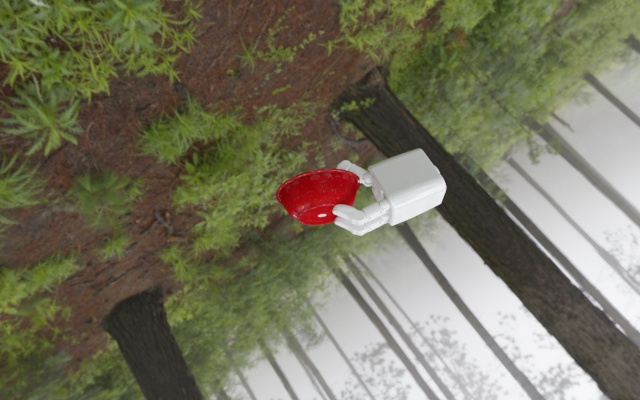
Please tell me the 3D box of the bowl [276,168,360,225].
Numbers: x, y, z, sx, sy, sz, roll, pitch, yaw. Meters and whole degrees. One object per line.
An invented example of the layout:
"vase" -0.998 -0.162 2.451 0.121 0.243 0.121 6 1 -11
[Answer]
"bowl" -0.001 0.004 0.885 0.162 0.055 0.162 -9 -24 -4
